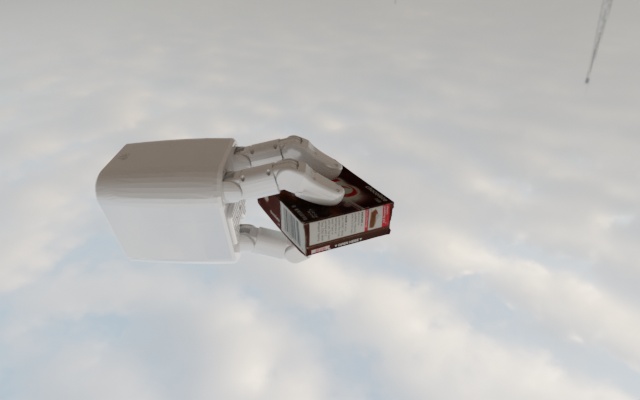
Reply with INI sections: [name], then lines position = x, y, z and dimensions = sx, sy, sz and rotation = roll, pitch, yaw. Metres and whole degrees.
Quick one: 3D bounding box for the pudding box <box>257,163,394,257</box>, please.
[pudding box]
position = 0.000, 0.002, 0.449
dimensions = 0.090, 0.039, 0.113
rotation = -13, 33, -24
